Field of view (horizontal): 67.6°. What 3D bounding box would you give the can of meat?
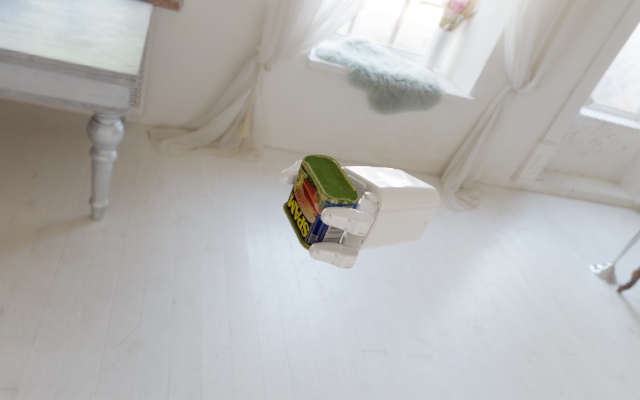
[{"bbox_3d":[0.000,0.002,0.611,0.057,0.084,0.102,1,39,-29],"label":"can of meat"}]
